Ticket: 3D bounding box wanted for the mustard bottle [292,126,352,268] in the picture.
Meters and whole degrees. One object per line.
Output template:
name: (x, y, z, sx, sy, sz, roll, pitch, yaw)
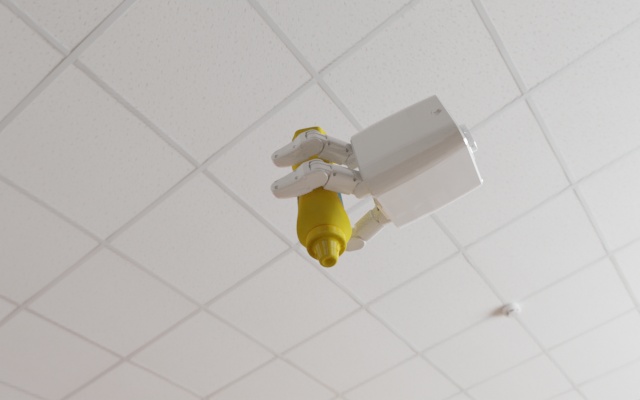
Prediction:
mustard bottle: (0.000, 0.002, 0.539, 0.058, 0.096, 0.191, -9, 38, 0)
